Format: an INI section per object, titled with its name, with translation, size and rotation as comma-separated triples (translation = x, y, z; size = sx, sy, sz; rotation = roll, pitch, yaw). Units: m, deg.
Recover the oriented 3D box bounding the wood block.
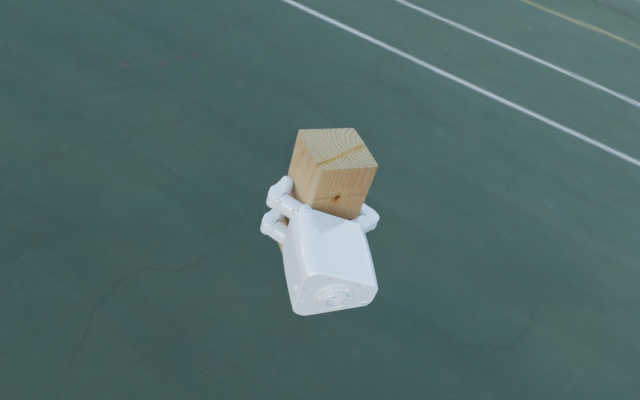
[wood block]
translation = 0.001, 0.002, 0.715
size = 0.091, 0.206, 0.090
rotation = -5, 46, -25
